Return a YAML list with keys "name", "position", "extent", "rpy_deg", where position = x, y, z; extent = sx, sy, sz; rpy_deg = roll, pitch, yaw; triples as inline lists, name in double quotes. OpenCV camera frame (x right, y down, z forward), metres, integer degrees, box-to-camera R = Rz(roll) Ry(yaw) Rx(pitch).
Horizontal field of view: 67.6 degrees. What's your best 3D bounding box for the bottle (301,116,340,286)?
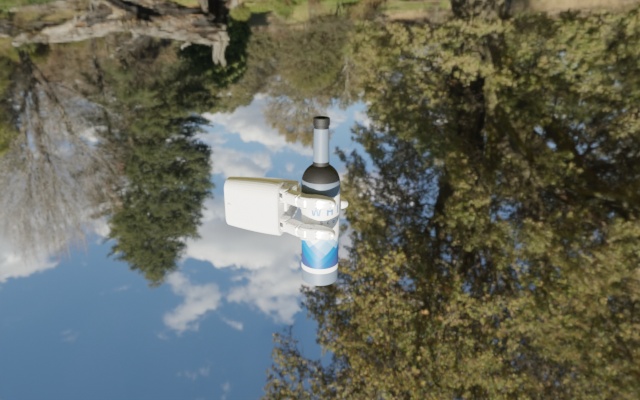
- name: "bottle"
  position: [0.000, 0.003, 0.827]
  extent: [0.069, 0.296, 0.069]
  rpy_deg: [1, 21, 0]
